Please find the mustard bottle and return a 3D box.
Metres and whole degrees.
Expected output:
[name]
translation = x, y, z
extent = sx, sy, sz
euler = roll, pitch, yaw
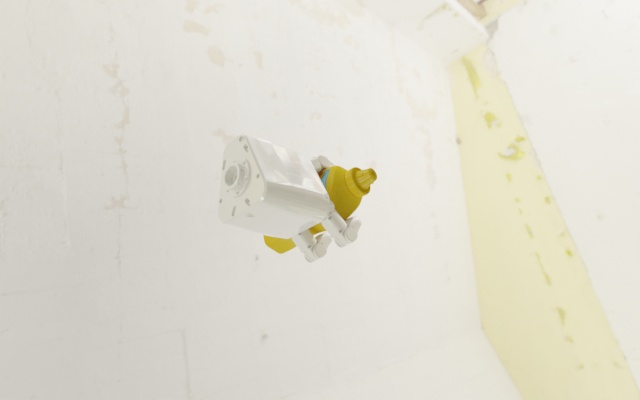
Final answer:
[mustard bottle]
translation = 0.000, 0.002, 0.679
extent = 0.192, 0.096, 0.058
euler = -29, -54, 35
